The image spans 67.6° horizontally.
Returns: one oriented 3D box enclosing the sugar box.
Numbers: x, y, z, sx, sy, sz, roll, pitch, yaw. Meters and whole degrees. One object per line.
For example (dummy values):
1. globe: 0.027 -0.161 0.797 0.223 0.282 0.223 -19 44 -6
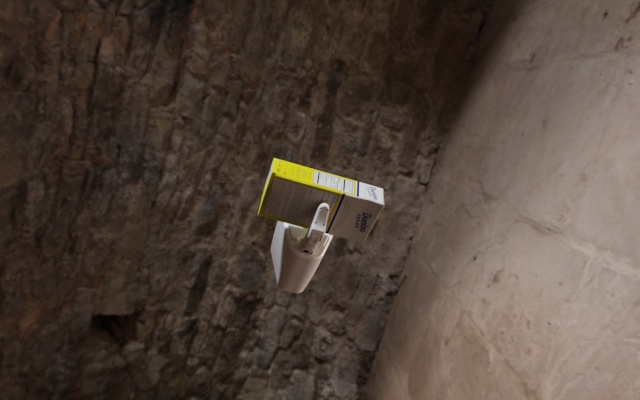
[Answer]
1. sugar box: 0.000 0.002 0.739 0.176 0.093 0.048 14 42 -10
